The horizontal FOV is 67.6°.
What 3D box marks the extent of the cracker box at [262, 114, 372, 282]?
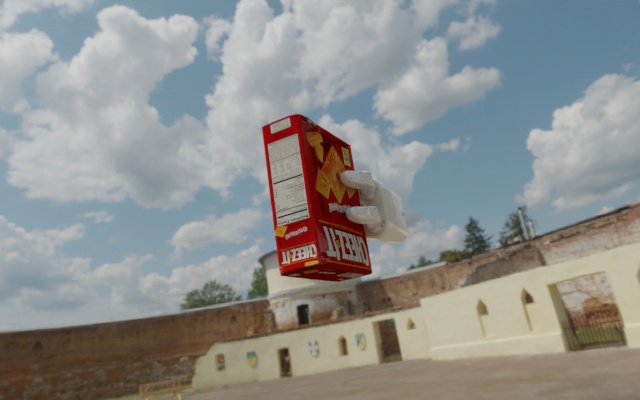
[{"bbox_3d":[0.000,0.002,0.689,0.072,0.213,0.164,-18,-19,26],"label":"cracker box"}]
